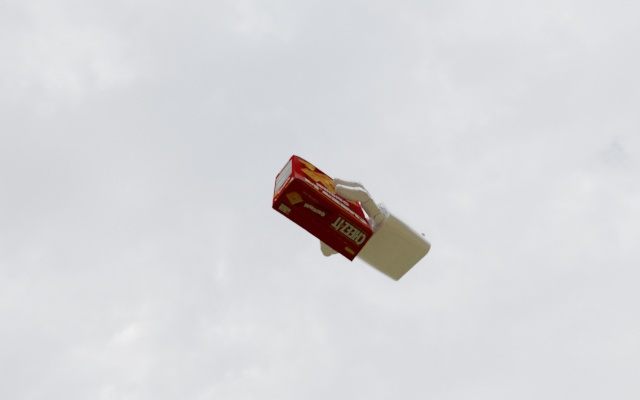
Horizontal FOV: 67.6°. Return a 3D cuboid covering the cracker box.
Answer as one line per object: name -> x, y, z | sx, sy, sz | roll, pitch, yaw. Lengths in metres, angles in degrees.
cracker box -> 0.000, 0.003, 0.863 | 0.164, 0.072, 0.213 | 35, 11, -12
